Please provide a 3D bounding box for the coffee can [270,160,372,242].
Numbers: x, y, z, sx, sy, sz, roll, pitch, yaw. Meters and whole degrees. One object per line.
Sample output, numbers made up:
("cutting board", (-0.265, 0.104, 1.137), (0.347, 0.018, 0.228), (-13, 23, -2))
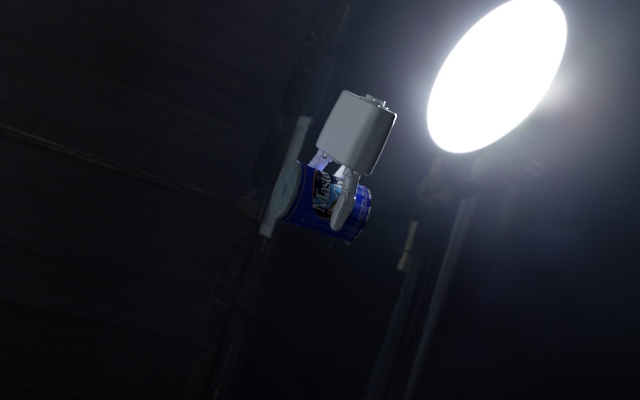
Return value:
("coffee can", (0.000, 0.003, 0.806), (0.140, 0.103, 0.103), (19, -8, -23))
